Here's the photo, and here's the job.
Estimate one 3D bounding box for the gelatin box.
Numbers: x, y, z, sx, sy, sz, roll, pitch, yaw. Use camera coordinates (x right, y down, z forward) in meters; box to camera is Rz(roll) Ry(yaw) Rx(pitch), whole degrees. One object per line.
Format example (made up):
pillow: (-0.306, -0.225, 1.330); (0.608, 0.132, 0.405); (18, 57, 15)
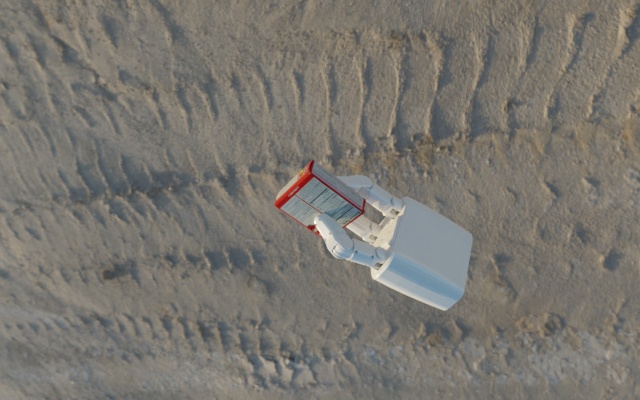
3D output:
gelatin box: (0.000, 0.002, 0.592); (0.089, 0.030, 0.073); (35, -53, -20)
